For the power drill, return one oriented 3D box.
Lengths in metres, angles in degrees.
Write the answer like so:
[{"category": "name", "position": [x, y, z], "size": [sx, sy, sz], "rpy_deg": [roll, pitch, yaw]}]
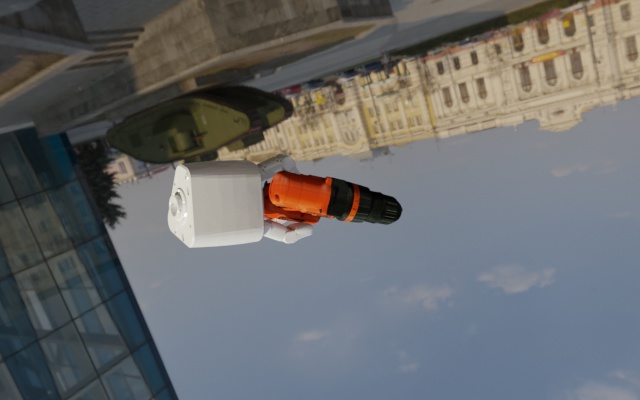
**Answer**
[{"category": "power drill", "position": [0.000, 0.002, 0.688], "size": [0.184, 0.057, 0.187], "rpy_deg": [13, -9, -20]}]
